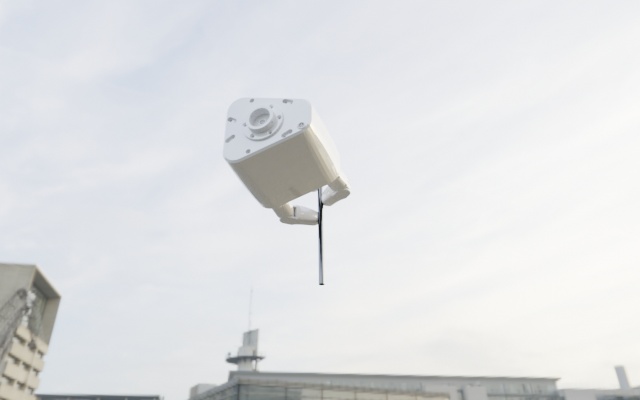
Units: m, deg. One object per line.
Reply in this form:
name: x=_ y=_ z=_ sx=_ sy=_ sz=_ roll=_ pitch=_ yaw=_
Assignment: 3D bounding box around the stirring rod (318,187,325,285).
stirring rod: x=0.000 y=0.002 z=0.667 sx=0.011 sy=0.239 sz=0.011 roll=-1 pitch=-29 yaw=0
